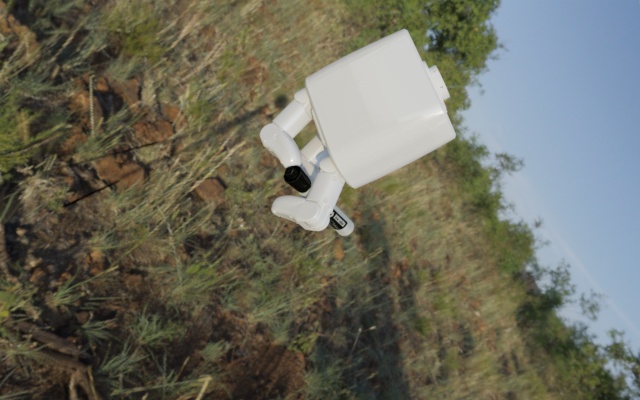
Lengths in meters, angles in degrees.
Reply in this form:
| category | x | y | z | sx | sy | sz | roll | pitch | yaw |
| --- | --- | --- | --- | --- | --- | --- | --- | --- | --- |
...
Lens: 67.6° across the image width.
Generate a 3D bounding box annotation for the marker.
| category | x | y | z | sx | sy | sz | roll | pitch | yaw |
| --- | --- | --- | --- | --- | --- | --- | --- | --- | --- |
| marker | 0.000 | 0.002 | 0.466 | 0.020 | 0.020 | 0.121 | 0 | -28 | 31 |
